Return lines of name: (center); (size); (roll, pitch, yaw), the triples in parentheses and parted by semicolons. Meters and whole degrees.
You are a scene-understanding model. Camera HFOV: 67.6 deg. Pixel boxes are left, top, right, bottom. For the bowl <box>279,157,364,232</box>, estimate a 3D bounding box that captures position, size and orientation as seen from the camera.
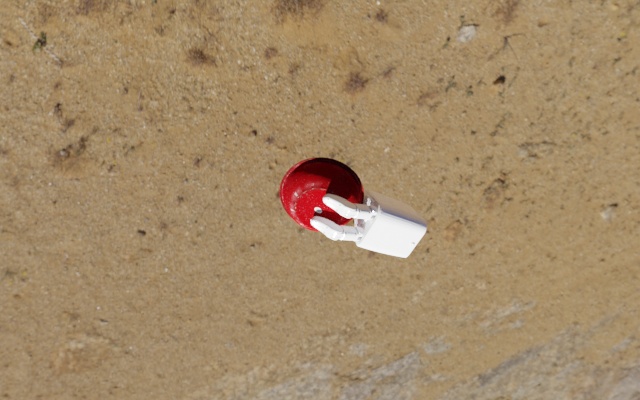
bowl: (-0.001, 0.003, 0.887); (0.162, 0.162, 0.055); (0, 32, 5)
